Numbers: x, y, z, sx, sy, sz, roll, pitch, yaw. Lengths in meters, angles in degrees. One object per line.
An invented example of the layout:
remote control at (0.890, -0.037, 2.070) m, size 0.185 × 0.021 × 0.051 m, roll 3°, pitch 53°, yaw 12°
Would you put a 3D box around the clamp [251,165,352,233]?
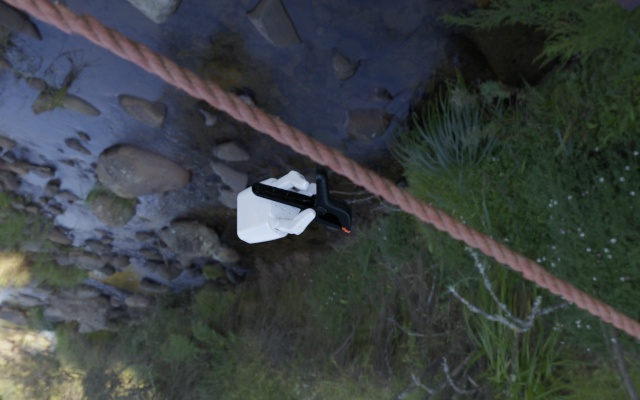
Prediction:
clamp at (0.000, 0.004, 0.877) m, size 0.164 × 0.036 × 0.210 m, roll -17°, pitch -37°, yaw 43°
